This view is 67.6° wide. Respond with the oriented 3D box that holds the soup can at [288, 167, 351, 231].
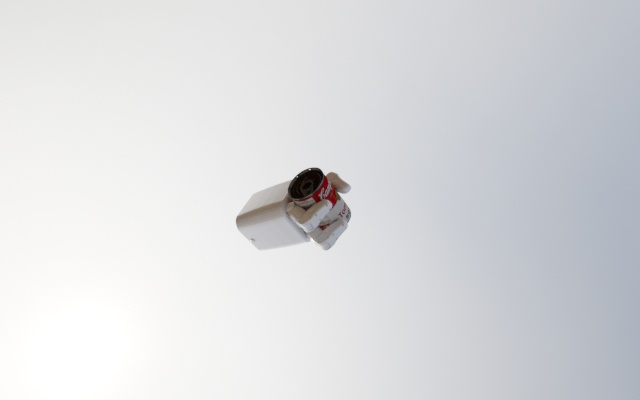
[{"bbox_3d":[0.001,0.003,0.803,0.068,0.068,0.102,0,-38,39],"label":"soup can"}]
